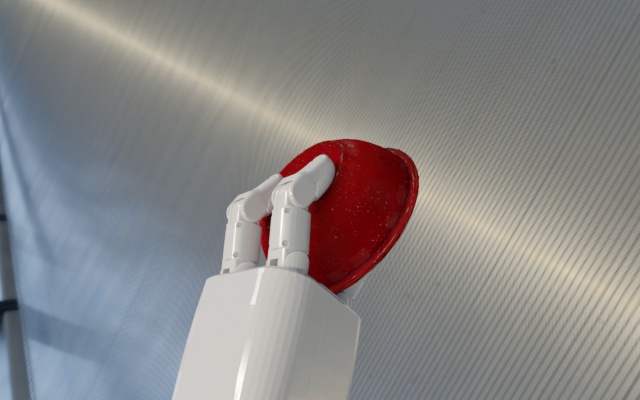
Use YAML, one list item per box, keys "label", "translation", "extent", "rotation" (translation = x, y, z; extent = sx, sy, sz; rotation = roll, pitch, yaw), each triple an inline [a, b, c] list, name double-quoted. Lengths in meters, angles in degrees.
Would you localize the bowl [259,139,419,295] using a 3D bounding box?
- label: "bowl"
  translation: [0.000, 0.000, 0.403]
  extent: [0.055, 0.162, 0.162]
  rotation: [43, -24, -28]
